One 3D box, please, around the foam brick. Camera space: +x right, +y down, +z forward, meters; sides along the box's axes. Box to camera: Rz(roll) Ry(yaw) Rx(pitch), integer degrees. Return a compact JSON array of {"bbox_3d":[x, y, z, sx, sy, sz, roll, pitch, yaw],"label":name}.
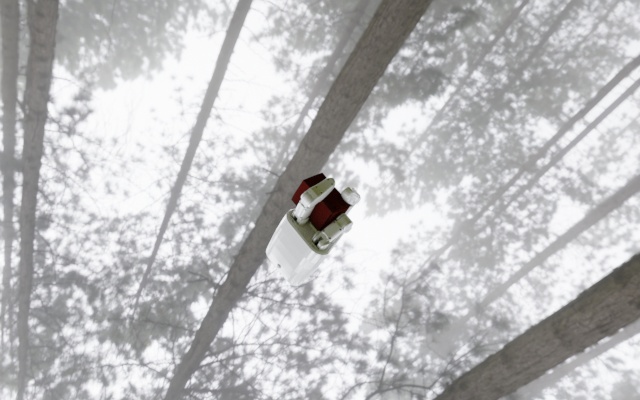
[{"bbox_3d":[0.000,0.002,0.798,0.053,0.078,0.051,-22,-25,-46],"label":"foam brick"}]
